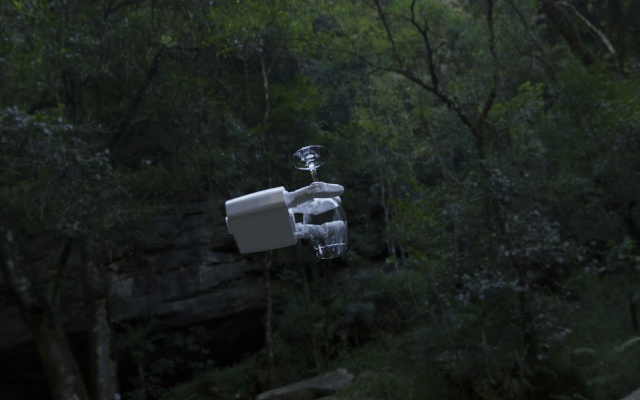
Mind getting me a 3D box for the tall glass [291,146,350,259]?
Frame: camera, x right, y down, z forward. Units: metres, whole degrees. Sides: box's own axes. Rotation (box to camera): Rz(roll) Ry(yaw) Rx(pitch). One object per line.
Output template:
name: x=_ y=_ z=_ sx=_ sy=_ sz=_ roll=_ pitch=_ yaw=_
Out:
tall glass: x=0.000 y=0.002 z=0.869 sx=0.079 sy=0.201 sz=0.079 roll=-11 pitch=-28 yaw=-6
